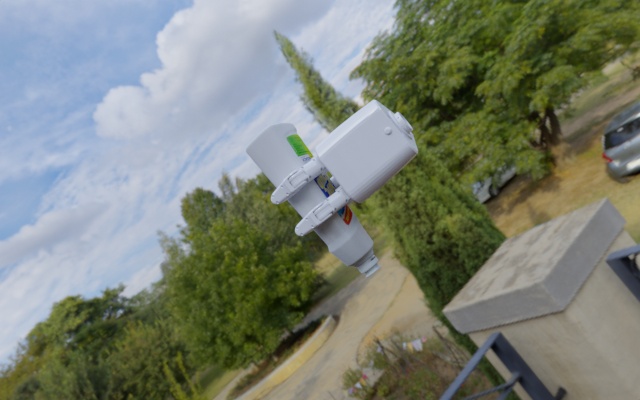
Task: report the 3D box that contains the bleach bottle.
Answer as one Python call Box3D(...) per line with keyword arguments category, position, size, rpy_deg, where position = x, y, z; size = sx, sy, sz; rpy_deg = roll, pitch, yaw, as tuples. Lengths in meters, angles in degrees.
Box3D(category="bleach bottle", position=(0.000, 0.002, 0.696), size=(0.068, 0.251, 0.102), rpy_deg=(-40, -4, 18))
